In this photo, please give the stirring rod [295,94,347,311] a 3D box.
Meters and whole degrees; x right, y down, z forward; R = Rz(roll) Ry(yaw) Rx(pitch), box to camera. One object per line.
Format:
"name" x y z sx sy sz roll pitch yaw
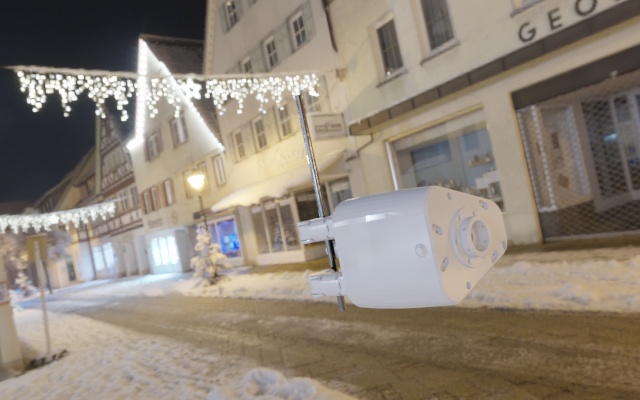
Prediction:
"stirring rod" 0.000 0.002 0.523 0.011 0.239 0.011 -12 -1 0
